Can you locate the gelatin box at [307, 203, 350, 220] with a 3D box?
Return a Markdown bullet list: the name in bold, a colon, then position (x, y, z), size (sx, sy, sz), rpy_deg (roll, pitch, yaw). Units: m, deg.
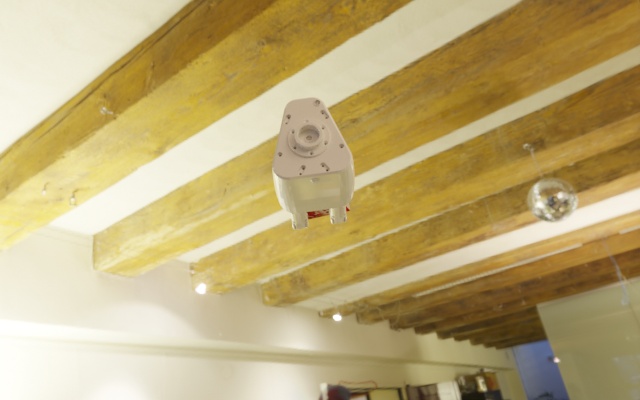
- **gelatin box**: position (0.000, 0.002, 0.729), size (0.073, 0.030, 0.089), rpy_deg (-13, -16, 11)
